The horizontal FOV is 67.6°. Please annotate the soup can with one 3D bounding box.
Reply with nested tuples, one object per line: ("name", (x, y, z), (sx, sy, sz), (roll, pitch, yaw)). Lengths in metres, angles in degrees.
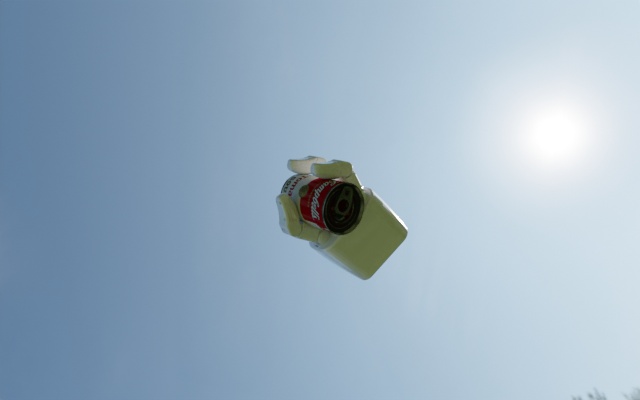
("soup can", (0.000, 0.002, 0.639), (0.068, 0.068, 0.102), (0, 10, -38))
